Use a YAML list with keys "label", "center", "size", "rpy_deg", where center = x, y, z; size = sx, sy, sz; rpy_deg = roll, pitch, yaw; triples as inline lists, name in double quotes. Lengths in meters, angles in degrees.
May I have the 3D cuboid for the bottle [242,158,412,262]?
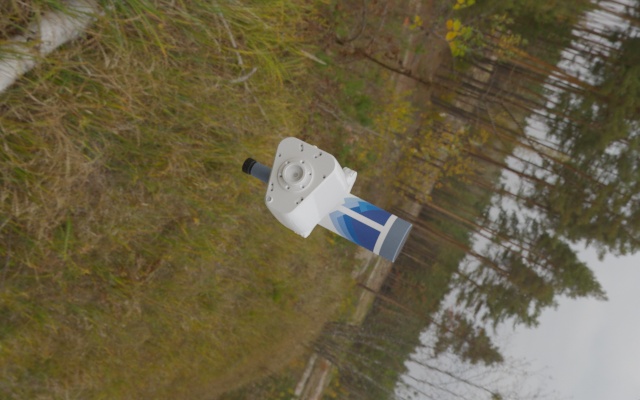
- label: "bottle"
  center: [0.000, 0.003, 0.776]
  size: [0.295, 0.069, 0.069]
  rpy_deg: [27, 8, 15]
